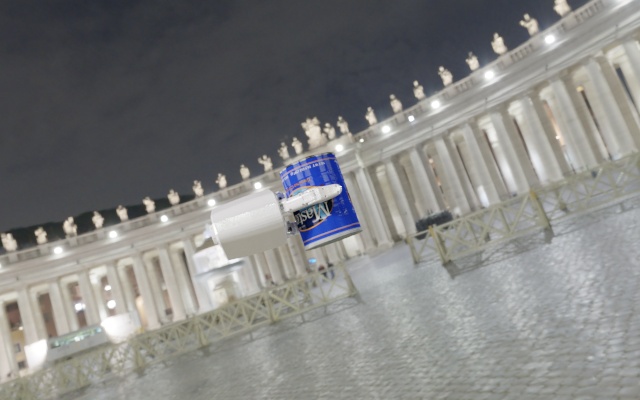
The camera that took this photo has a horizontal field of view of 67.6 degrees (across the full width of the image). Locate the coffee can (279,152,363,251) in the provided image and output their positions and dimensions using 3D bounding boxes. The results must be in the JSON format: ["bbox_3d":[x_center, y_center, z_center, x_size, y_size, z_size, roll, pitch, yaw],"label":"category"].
[{"bbox_3d":[0.000,0.003,0.807,0.103,0.140,0.103,-19,-8,-3],"label":"coffee can"}]
